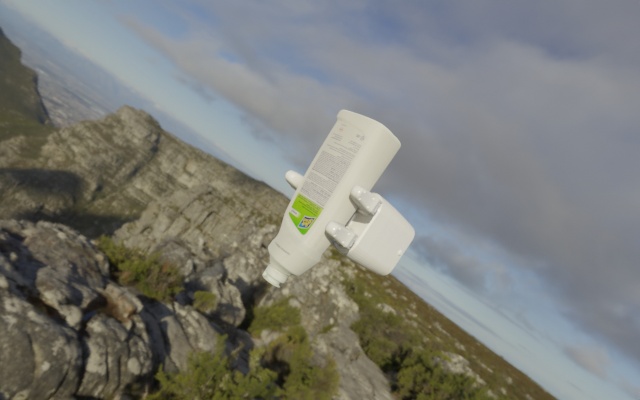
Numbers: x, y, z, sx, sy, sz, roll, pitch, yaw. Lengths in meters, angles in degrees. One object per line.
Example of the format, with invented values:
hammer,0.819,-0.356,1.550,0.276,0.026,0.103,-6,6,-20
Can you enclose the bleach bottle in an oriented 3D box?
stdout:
bleach bottle,0.000,0.002,0.648,0.068,0.251,0.102,36,-2,-41
